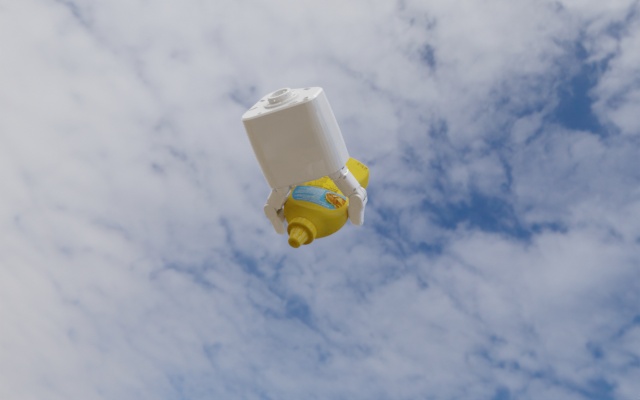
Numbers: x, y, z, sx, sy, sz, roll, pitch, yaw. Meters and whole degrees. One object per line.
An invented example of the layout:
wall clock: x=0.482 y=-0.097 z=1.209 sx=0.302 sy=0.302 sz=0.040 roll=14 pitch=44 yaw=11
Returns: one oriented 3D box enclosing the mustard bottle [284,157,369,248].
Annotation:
mustard bottle: x=0.000 y=0.002 z=0.706 sx=0.096 sy=0.058 sz=0.191 roll=16 pitch=40 yaw=15
